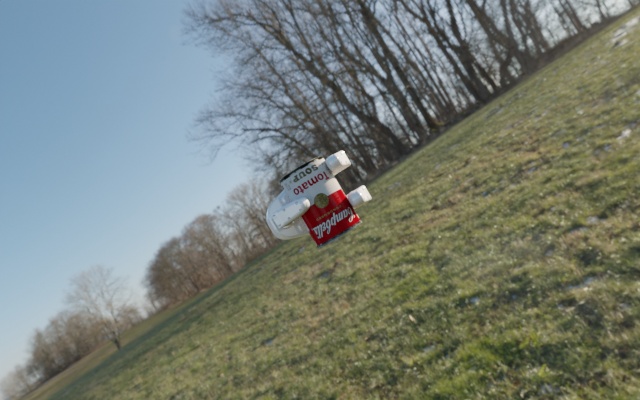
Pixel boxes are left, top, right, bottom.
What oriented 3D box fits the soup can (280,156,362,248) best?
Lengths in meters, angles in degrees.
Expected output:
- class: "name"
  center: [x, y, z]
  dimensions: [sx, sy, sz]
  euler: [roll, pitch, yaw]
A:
- class: "soup can"
  center: [0.000, 0.002, 0.625]
  dimensions: [0.068, 0.102, 0.068]
  euler: [-30, -2, -1]
